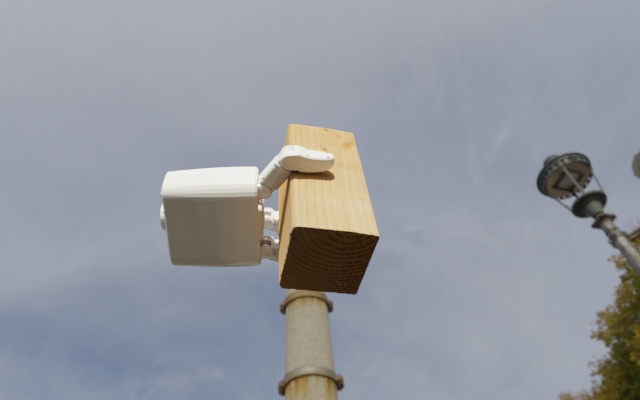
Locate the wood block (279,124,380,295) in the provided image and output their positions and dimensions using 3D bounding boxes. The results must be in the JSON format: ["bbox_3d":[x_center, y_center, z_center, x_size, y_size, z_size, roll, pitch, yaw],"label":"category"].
[{"bbox_3d":[0.000,0.001,0.571,0.090,0.091,0.206,7,37,-11],"label":"wood block"}]
